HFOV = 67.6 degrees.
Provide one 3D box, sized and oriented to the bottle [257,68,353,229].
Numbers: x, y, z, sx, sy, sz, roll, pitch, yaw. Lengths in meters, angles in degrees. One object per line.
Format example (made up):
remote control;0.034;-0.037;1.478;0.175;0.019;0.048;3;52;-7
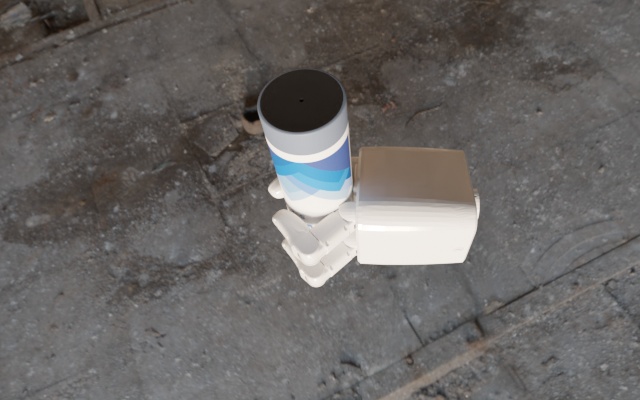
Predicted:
bottle;0.000;0.001;0.476;0.069;0.069;0.296;0;-31;6
